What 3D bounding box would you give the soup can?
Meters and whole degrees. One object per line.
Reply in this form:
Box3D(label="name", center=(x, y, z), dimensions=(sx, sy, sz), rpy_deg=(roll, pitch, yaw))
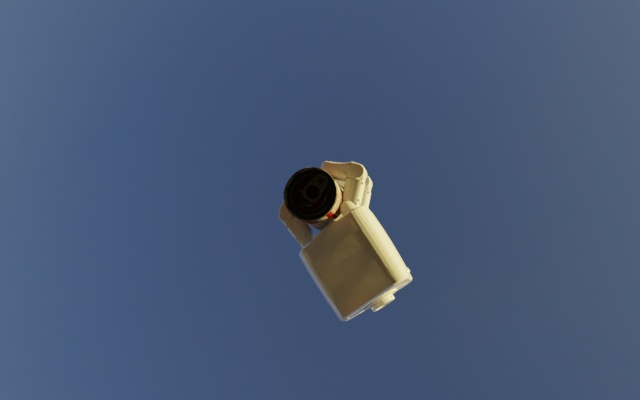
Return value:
Box3D(label="soup can", center=(0.000, 0.002, 0.629), dimensions=(0.068, 0.068, 0.102), rpy_deg=(0, -12, 15))
